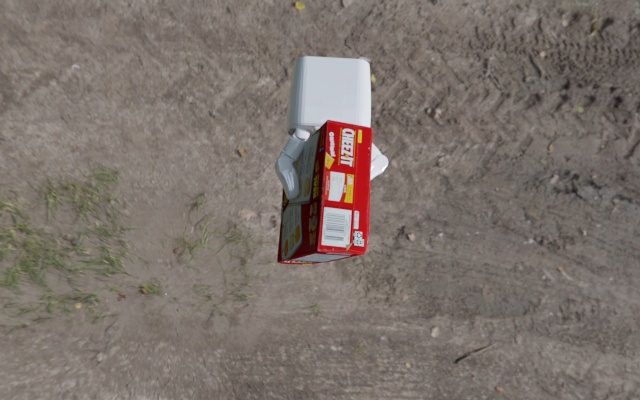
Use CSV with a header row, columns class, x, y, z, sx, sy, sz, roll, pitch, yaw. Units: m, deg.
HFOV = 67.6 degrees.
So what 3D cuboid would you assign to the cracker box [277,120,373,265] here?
class,x,y,z,sx,sy,sz,roll,pitch,yaw
cracker box,0.000,0.002,0.669,0.072,0.164,0.214,7,-13,-16
